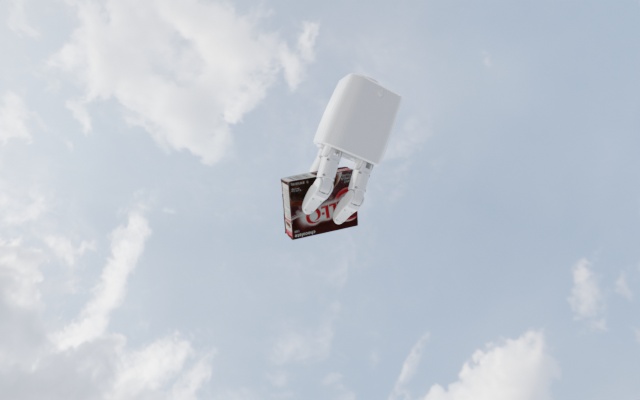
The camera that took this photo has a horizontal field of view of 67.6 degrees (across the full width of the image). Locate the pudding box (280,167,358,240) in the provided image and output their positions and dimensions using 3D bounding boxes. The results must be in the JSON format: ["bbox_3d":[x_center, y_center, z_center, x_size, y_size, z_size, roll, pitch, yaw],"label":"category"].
[{"bbox_3d":[0.000,0.002,0.714,0.113,0.090,0.039,-11,18,-21],"label":"pudding box"}]
